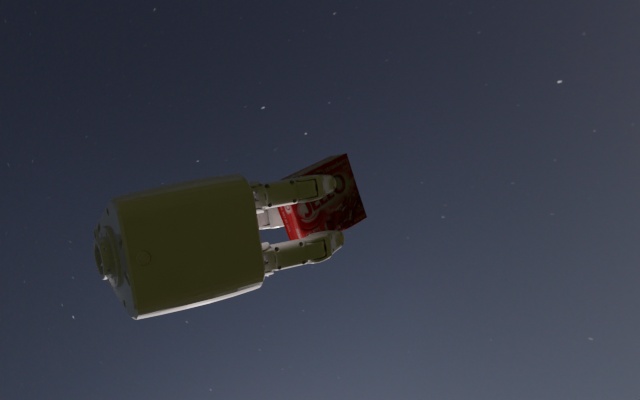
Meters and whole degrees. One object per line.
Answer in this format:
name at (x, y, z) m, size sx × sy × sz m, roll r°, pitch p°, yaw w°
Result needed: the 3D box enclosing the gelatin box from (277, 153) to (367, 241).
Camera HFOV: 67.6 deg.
gelatin box at (0.000, 0.001, 0.482) m, size 0.089 × 0.073 × 0.030 m, roll -28°, pitch 16°, yaw -36°
